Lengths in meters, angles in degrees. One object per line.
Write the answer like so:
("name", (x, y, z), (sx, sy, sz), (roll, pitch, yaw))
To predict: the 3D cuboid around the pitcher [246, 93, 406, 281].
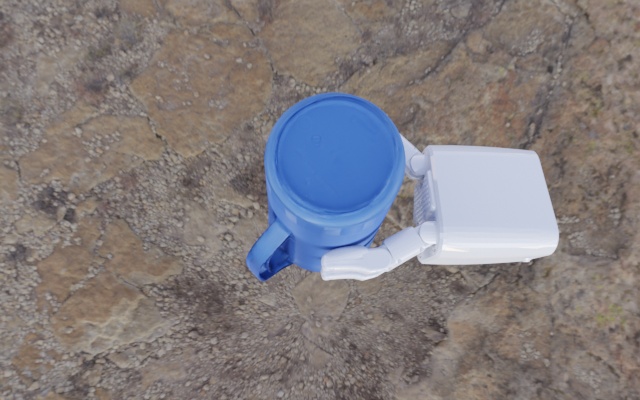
("pitcher", (0.000, 0.001, 0.467), (0.145, 0.149, 0.243), (3, -13, -1))
